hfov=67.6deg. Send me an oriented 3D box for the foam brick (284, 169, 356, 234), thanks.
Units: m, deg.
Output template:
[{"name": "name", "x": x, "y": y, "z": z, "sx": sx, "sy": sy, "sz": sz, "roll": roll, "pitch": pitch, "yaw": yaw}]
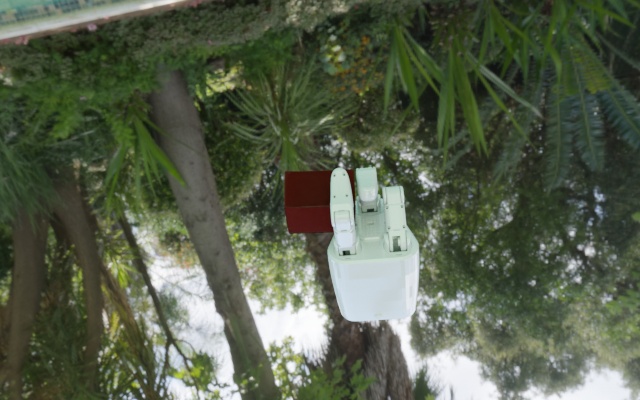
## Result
[{"name": "foam brick", "x": 0.000, "y": 0.002, "z": 0.531, "sx": 0.078, "sy": 0.053, "sz": 0.051, "roll": -1, "pitch": -37, "yaw": 2}]
